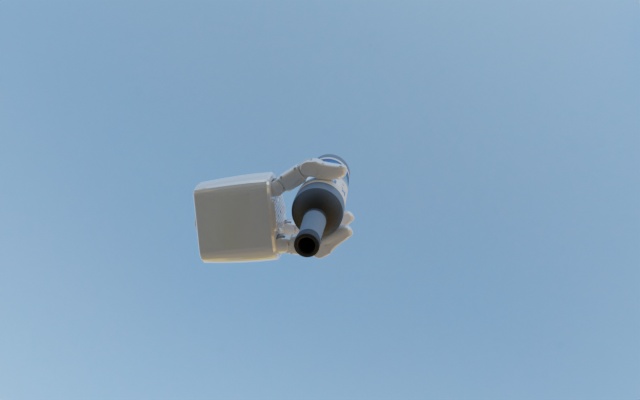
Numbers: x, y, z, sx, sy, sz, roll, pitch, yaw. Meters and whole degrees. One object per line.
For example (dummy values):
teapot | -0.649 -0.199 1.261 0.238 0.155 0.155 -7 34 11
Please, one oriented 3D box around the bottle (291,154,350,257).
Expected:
bottle | 0.000 0.002 0.637 0.069 0.069 0.295 0 18 6
